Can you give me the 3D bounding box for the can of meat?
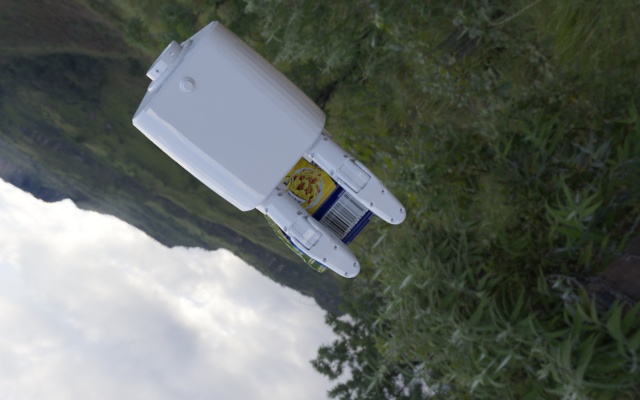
[{"bbox_3d":[0.000,0.002,0.416,0.057,0.084,0.102,39,4,-32],"label":"can of meat"}]
